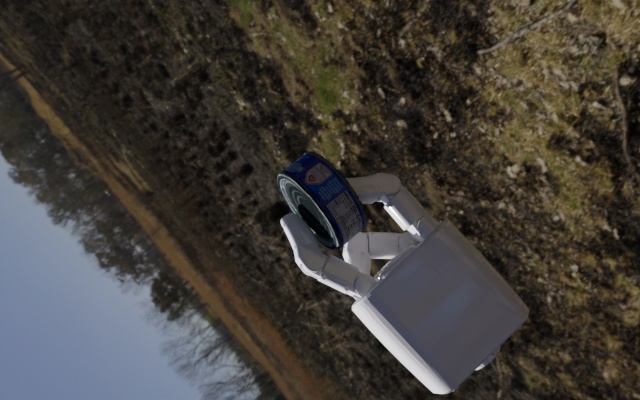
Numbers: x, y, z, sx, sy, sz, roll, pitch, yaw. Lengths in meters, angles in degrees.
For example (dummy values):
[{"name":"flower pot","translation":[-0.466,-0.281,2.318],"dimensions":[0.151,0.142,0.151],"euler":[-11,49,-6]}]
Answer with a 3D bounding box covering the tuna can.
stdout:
[{"name":"tuna can","translation":[0.000,0.002,0.420],"dimensions":[0.033,0.086,0.086],"euler":[-38,12,-17]}]
